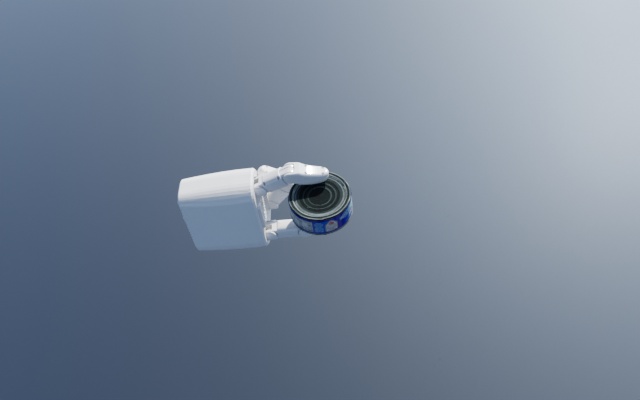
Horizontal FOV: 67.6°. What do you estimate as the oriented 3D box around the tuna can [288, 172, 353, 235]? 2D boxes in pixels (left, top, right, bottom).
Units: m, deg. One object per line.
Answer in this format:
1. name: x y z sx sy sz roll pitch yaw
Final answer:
1. tuna can: 0.000 0.002 0.639 0.086 0.086 0.034 0 -39 7
